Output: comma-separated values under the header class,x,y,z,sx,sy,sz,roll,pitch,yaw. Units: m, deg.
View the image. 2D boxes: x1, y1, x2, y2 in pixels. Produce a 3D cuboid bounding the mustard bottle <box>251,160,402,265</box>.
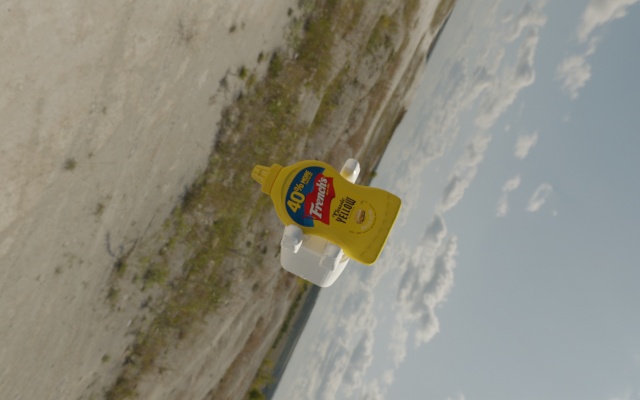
class,x,y,z,sx,sy,sz,roll,pitch,yaw
mustard bottle,0.000,0.002,0.615,0.191,0.096,0.058,25,-9,4
